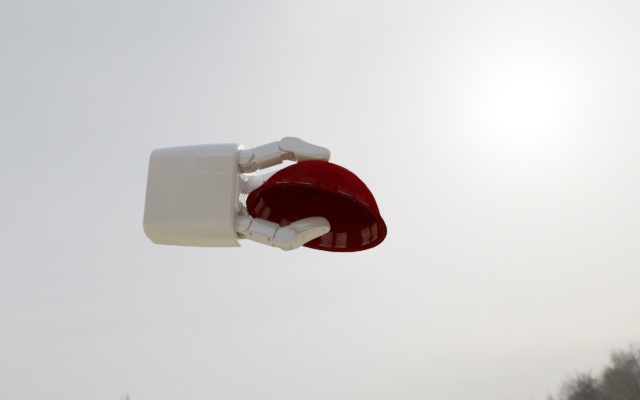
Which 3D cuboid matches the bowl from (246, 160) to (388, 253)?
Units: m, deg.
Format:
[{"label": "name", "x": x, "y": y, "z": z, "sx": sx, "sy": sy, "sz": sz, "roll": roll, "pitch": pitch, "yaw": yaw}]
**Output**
[{"label": "bowl", "x": 0.001, "y": 0.002, "z": 0.546, "sx": 0.162, "sy": 0.055, "sz": 0.162, "roll": 11, "pitch": -28, "yaw": 6}]
